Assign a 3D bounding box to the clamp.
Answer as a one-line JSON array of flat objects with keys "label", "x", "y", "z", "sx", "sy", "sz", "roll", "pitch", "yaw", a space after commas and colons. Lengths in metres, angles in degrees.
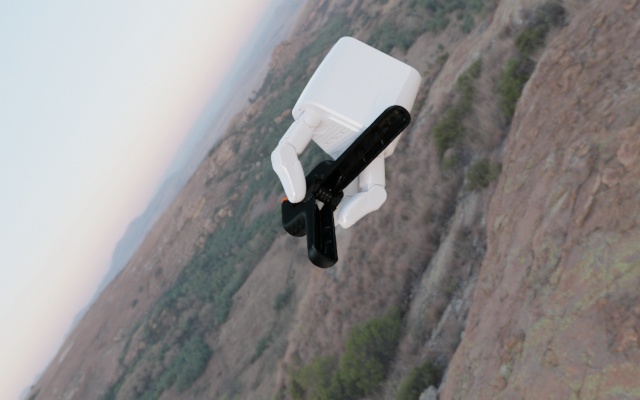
[{"label": "clamp", "x": -0.001, "y": 0.001, "z": 0.490, "sx": 0.036, "sy": 0.164, "sz": 0.210, "roll": 35, "pitch": -24, "yaw": -15}]
